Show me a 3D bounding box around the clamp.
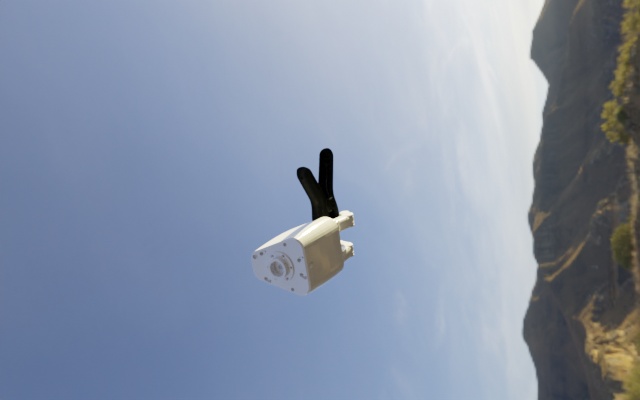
[{"bbox_3d":[0.000,0.003,0.811,0.039,0.171,0.120,-3,12,30],"label":"clamp"}]
